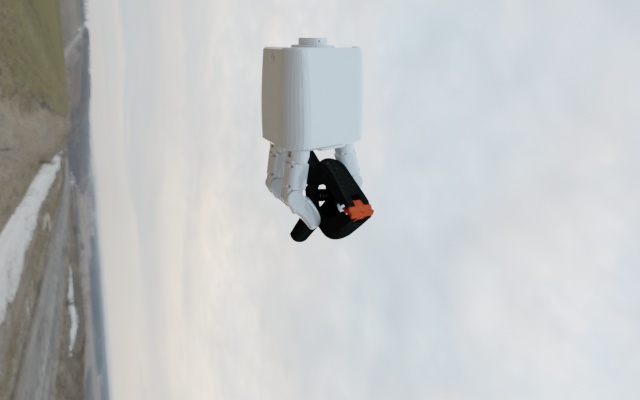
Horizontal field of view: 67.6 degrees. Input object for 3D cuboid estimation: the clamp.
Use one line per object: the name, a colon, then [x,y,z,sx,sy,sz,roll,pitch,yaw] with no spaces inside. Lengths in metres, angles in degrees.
clamp: [0.001,0.002,0.584,0.036,0.165,0.210,-11,21,-22]
